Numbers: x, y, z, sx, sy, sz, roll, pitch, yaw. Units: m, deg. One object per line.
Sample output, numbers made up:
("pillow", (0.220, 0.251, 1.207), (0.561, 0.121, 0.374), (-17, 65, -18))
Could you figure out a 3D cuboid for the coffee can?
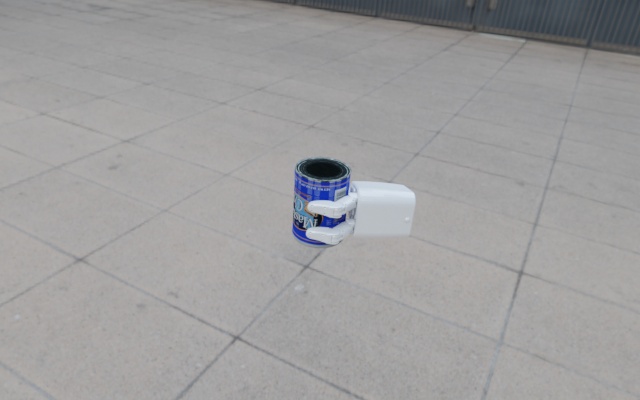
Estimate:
("coffee can", (0.000, 0.003, 0.890), (0.103, 0.140, 0.102), (3, 29, -2))
